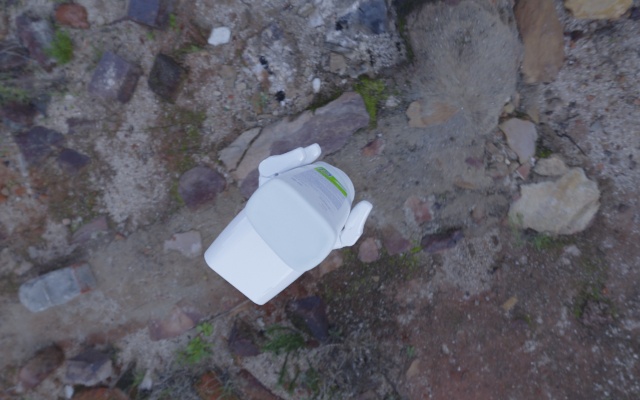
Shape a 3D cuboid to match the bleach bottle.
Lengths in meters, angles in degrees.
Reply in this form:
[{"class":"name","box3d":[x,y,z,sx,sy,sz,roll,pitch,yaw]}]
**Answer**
[{"class":"bleach bottle","box3d":[0.000,0.002,0.598,0.068,0.102,0.251,-45,-4,19]}]
